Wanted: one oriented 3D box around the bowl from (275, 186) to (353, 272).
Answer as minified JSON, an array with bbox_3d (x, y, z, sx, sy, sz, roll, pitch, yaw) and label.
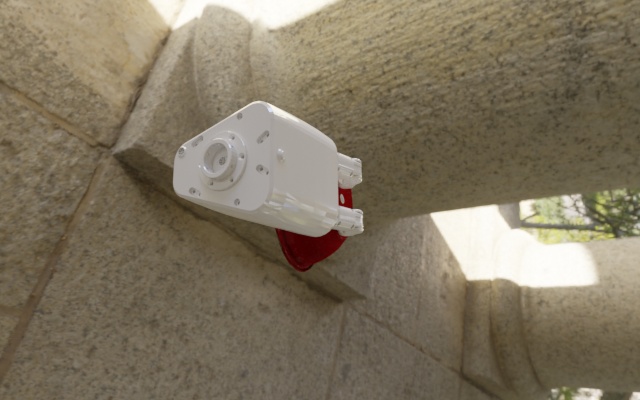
[{"bbox_3d":[0.001,0.002,0.562,0.055,0.162,0.162,-5,-2,18],"label":"bowl"}]
